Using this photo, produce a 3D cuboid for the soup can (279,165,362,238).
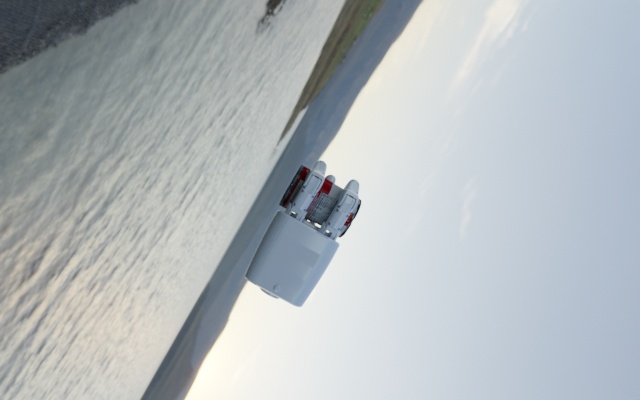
[{"bbox_3d":[0.001,0.002,0.699,0.102,0.068,0.068,30,-4,-6],"label":"soup can"}]
